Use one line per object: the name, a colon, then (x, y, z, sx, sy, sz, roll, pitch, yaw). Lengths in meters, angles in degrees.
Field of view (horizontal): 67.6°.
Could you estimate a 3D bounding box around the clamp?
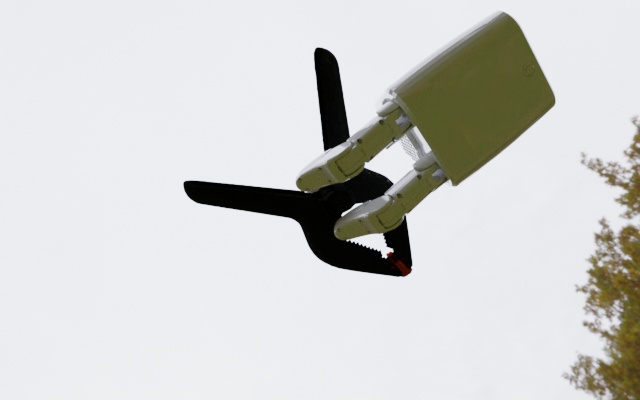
clamp: (0.000, 0.001, 0.418, 0.164, 0.210, 0.036, -38, 19, 1)
